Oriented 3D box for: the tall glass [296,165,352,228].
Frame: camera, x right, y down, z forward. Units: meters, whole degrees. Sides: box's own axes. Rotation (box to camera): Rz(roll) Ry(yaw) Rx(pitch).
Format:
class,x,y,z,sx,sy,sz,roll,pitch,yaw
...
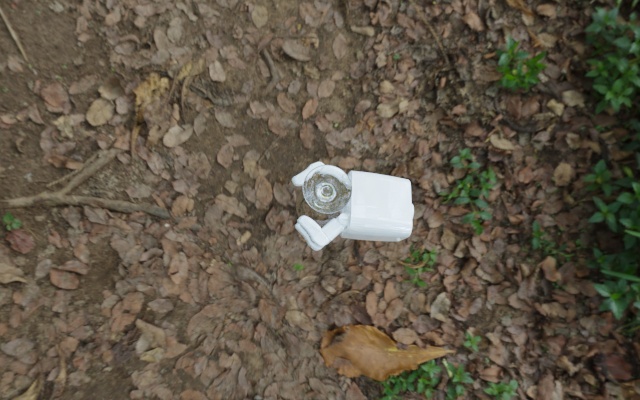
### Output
class,x,y,z,sx,sy,sz,roll,pitch,yaw
tall glass,0.000,0.002,0.802,0.079,0.079,0.201,0,-11,-7
